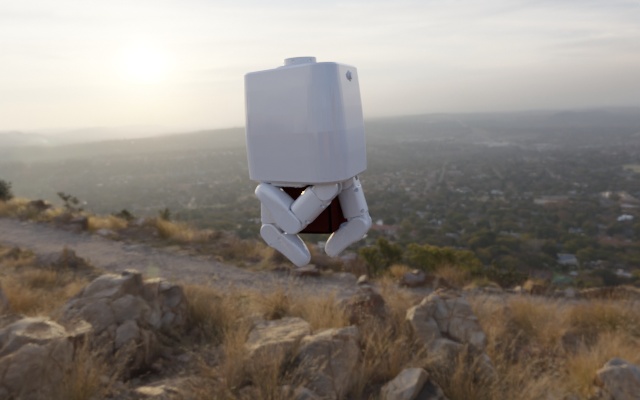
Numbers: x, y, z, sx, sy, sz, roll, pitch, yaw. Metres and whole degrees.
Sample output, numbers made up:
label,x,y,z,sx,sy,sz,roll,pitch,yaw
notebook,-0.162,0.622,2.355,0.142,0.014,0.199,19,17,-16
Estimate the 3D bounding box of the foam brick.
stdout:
label,x,y,z,sx,sy,sz,roll,pitch,yaw
foam brick,0.000,0.002,0.514,0.053,0.051,0.078,-1,11,21
